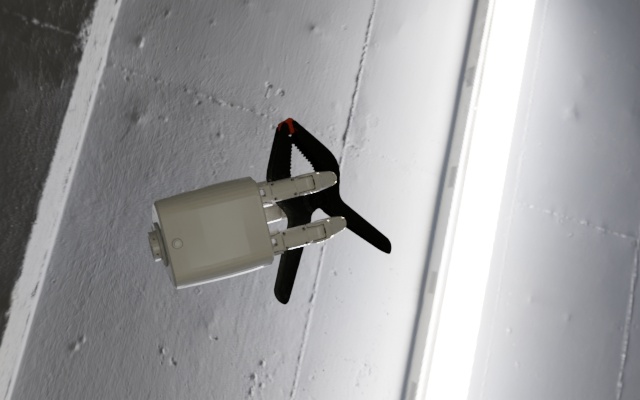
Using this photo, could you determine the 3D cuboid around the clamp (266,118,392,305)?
[{"bbox_3d":[-0.001,0.001,0.580,0.164,0.210,0.036,-14,4,-25],"label":"clamp"}]
